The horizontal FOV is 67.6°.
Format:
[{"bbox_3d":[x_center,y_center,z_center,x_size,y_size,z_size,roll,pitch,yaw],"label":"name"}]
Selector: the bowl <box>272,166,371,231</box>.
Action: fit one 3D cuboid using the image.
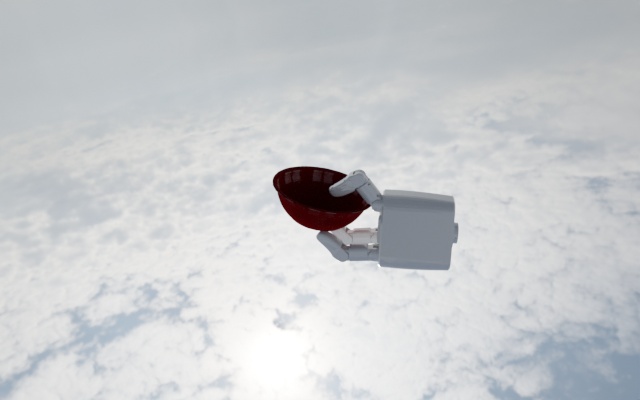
[{"bbox_3d":[-0.001,0.002,0.756,0.162,0.055,0.162,10,26,-5],"label":"bowl"}]
